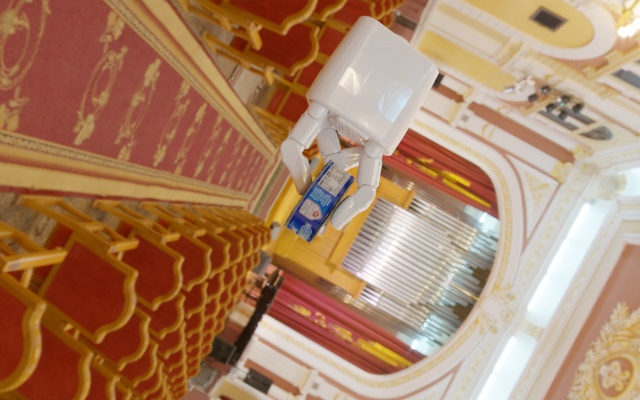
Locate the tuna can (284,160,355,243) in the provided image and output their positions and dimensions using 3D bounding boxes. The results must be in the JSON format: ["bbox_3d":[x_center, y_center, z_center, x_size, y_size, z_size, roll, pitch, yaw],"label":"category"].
[{"bbox_3d":[0.001,0.002,0.502,0.034,0.086,0.086,35,2,3],"label":"tuna can"}]
